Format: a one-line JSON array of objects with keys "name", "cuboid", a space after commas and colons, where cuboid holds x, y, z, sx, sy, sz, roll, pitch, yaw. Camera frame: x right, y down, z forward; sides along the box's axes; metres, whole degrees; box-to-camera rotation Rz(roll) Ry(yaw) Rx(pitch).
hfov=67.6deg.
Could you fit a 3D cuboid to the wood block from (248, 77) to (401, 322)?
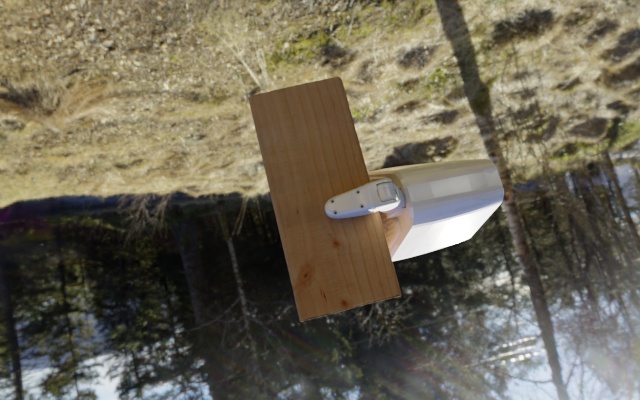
[{"name": "wood block", "cuboid": [0.001, 0.001, 0.458, 0.090, 0.206, 0.091, -14, -12, -4]}]
